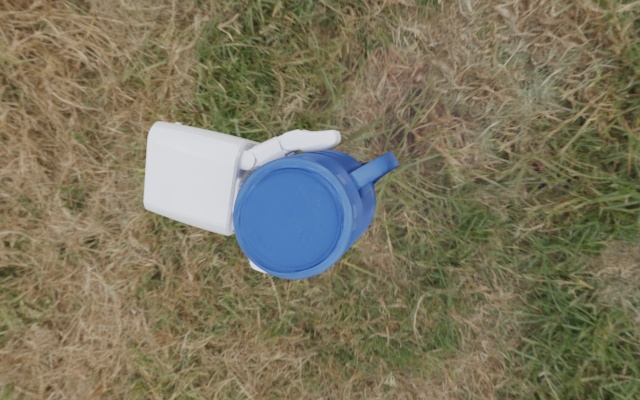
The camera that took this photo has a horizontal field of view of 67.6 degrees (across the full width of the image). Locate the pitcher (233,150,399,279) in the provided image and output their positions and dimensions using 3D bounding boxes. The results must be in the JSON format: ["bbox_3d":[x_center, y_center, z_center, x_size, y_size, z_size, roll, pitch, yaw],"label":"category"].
[{"bbox_3d":[0.000,0.002,0.524,0.145,0.149,0.243,16,6,6],"label":"pitcher"}]
